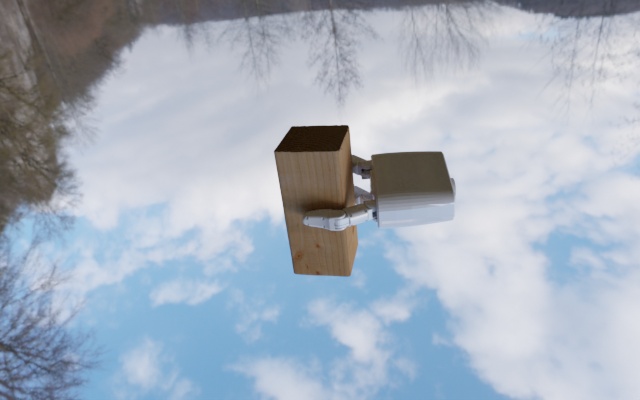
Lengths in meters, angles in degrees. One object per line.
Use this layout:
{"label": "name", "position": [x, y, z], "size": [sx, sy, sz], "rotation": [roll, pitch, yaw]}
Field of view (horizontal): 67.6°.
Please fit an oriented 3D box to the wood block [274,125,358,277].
{"label": "wood block", "position": [0.000, 0.003, 0.702], "size": [0.090, 0.206, 0.090], "rotation": [1, 31, 13]}
